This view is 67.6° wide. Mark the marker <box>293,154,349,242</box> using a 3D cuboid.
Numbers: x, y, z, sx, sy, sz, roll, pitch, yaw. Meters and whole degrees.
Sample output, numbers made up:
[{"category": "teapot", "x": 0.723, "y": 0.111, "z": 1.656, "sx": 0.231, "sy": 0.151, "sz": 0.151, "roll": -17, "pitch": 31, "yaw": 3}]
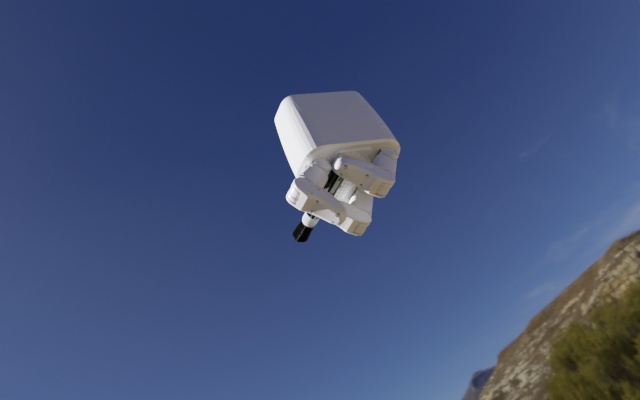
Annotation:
[{"category": "marker", "x": 0.000, "y": 0.002, "z": 0.514, "sx": 0.020, "sy": 0.121, "sz": 0.020, "roll": 20, "pitch": 35, "yaw": -15}]
